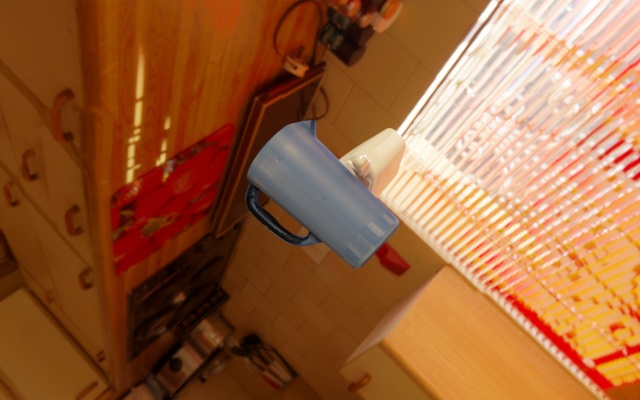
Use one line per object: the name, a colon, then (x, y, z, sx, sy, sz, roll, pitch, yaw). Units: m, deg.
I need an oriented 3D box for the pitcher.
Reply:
pitcher: (0.000, 0.002, 0.787, 0.145, 0.243, 0.149, -41, -10, -35)
